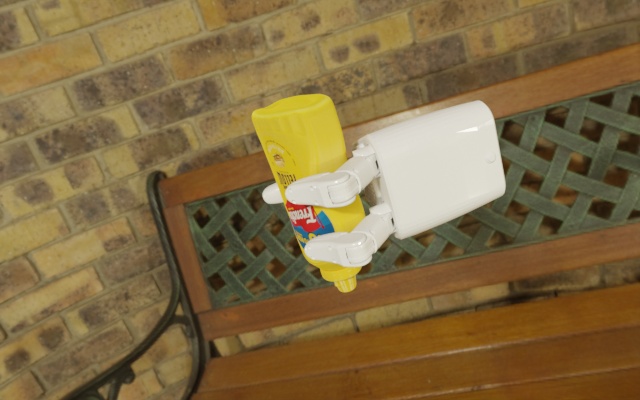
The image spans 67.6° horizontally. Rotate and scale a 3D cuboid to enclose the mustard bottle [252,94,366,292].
[{"bbox_3d":[0.000,0.001,0.443,0.058,0.192,0.096,-30,23,-28],"label":"mustard bottle"}]
